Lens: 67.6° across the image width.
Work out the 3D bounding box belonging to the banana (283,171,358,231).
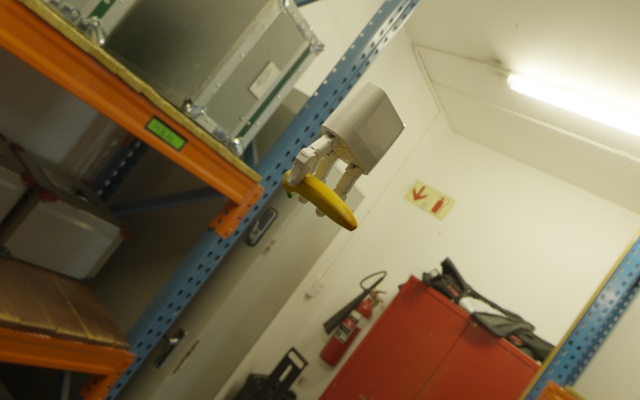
[{"bbox_3d":[-0.011,-0.011,0.742,0.197,0.037,0.070,30,-19,54],"label":"banana"}]
